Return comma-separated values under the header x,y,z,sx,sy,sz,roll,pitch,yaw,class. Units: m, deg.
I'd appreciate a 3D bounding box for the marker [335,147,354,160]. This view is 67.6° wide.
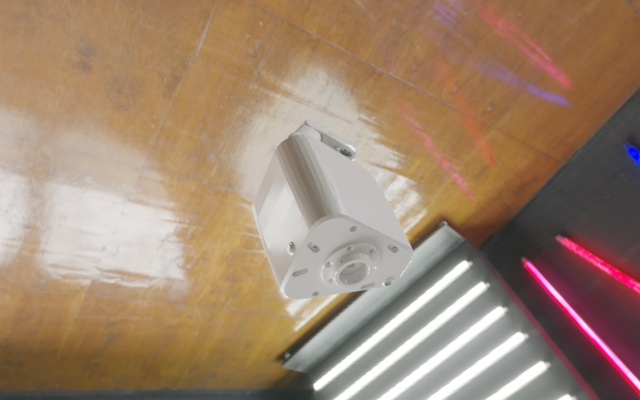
x,y,z,sx,sy,sz,roll,pitch,yaw,class
0.000,0.002,0.478,0.020,0.121,0.020,19,31,-12,marker
